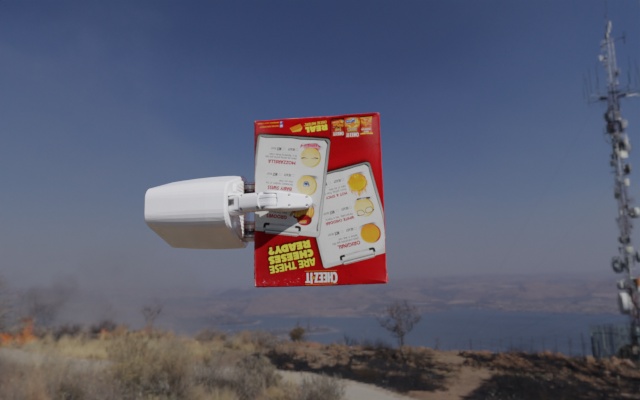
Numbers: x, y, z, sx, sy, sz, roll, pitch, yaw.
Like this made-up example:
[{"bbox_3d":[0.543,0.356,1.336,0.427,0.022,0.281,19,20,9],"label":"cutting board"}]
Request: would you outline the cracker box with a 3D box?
[{"bbox_3d":[0.000,0.002,0.619,0.164,0.213,0.072,-3,-9,7],"label":"cracker box"}]
